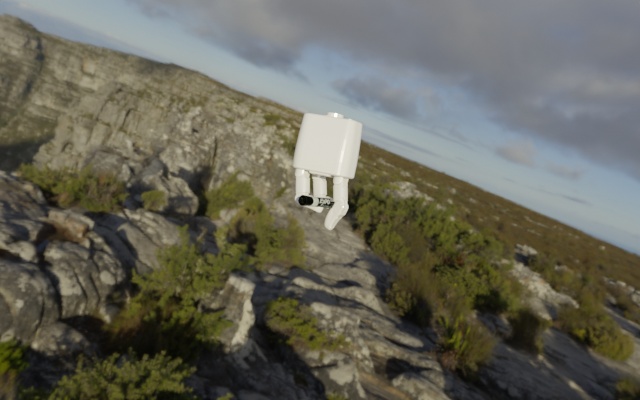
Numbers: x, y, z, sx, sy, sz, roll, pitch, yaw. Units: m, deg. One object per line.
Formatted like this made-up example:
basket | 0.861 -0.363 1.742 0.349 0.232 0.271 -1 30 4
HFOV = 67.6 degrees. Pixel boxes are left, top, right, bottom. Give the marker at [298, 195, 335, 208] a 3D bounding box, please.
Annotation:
marker | 0.000 0.003 0.857 0.020 0.020 0.121 0 -3 34
